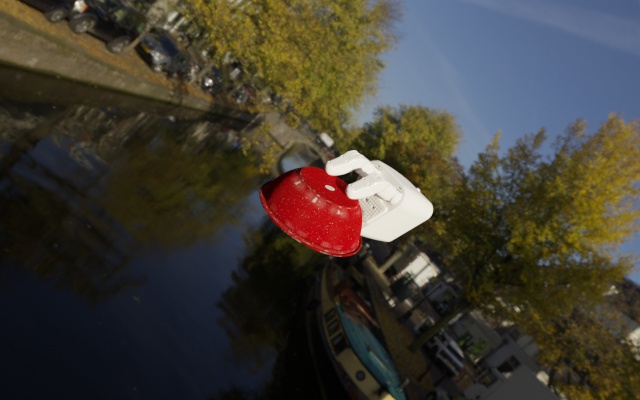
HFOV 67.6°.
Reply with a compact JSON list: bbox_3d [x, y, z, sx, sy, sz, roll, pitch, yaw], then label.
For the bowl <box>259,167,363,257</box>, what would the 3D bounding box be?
[{"bbox_3d":[0.000,0.002,0.653,0.162,0.055,0.162,26,25,-13],"label":"bowl"}]
